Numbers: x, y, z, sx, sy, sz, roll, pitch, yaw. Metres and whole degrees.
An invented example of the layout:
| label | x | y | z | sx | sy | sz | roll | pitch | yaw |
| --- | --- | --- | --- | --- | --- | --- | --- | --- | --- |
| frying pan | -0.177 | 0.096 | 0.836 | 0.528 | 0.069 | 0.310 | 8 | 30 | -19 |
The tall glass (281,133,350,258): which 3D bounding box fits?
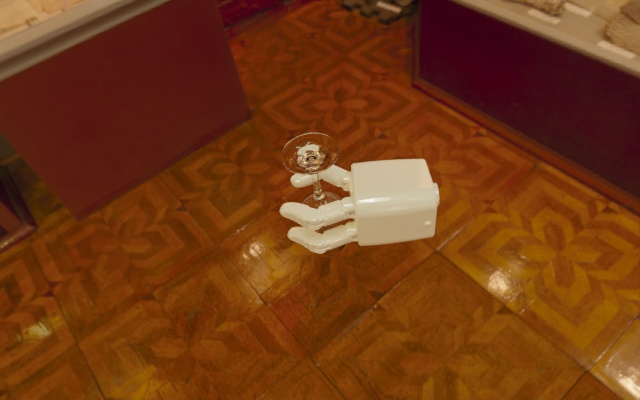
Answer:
| label | x | y | z | sx | sy | sz | roll | pitch | yaw |
| --- | --- | --- | --- | --- | --- | --- | --- | --- | --- |
| tall glass | 0.000 | 0.002 | 0.680 | 0.079 | 0.079 | 0.201 | 0 | -39 | 9 |
